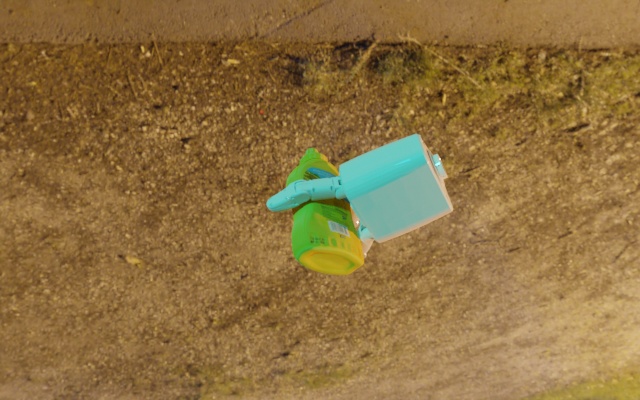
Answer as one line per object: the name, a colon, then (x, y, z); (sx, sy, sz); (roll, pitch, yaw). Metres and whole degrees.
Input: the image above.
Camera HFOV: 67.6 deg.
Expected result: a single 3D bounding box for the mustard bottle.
mustard bottle: (0.000, 0.002, 0.644); (0.096, 0.191, 0.058); (20, -46, -33)
